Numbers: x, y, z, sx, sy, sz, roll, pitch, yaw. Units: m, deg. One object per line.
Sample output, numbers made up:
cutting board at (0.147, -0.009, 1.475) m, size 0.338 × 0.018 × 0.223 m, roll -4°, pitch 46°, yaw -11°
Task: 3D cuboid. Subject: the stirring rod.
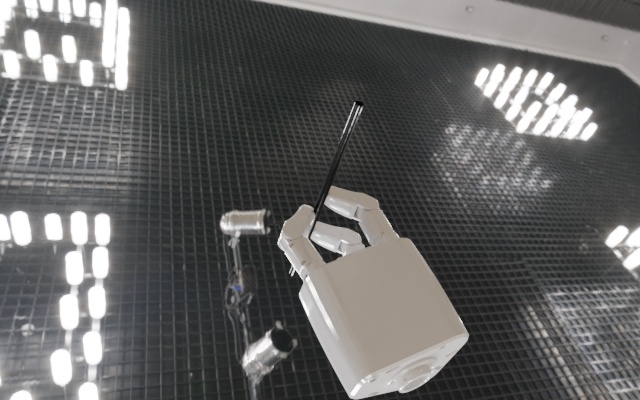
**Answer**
stirring rod at (0.000, 0.002, 0.487) m, size 0.011 × 0.240 × 0.011 m, roll 12°, pitch 42°, yaw -11°
